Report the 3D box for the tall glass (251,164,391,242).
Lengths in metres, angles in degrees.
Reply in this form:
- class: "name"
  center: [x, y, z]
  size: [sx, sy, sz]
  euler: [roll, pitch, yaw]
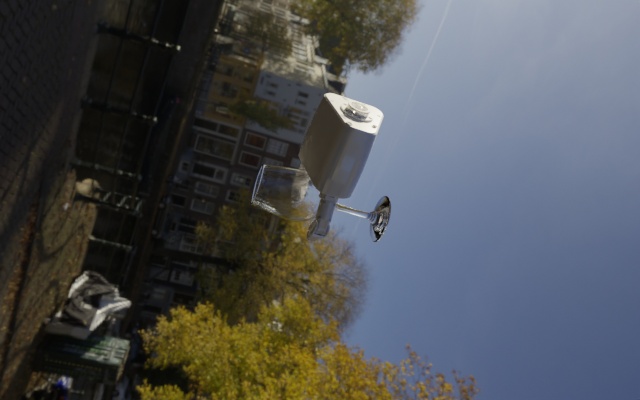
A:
- class: "tall glass"
  center: [0.001, 0.003, 0.721]
  size: [0.201, 0.079, 0.079]
  euler: [15, -4, -13]
